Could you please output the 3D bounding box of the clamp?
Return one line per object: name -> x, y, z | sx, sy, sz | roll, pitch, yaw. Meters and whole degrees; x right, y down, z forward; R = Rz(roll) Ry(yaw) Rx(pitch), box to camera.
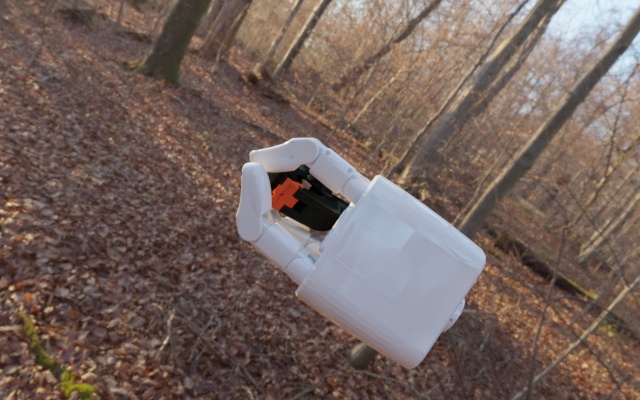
clamp -> 0.000, 0.001, 0.458 | 0.120, 0.039, 0.171 | 36, 13, 4
